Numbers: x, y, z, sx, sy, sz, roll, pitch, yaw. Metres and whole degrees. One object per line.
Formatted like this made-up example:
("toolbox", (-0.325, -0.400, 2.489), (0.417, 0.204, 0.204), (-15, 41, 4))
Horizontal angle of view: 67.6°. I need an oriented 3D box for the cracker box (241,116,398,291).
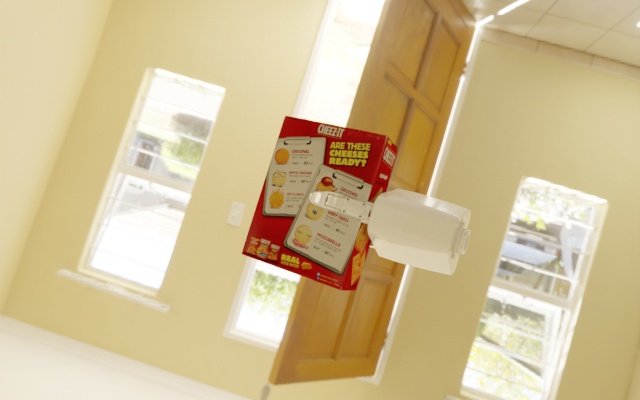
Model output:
("cracker box", (0.000, 0.002, 0.684), (0.164, 0.213, 0.072), (16, -4, 24))
